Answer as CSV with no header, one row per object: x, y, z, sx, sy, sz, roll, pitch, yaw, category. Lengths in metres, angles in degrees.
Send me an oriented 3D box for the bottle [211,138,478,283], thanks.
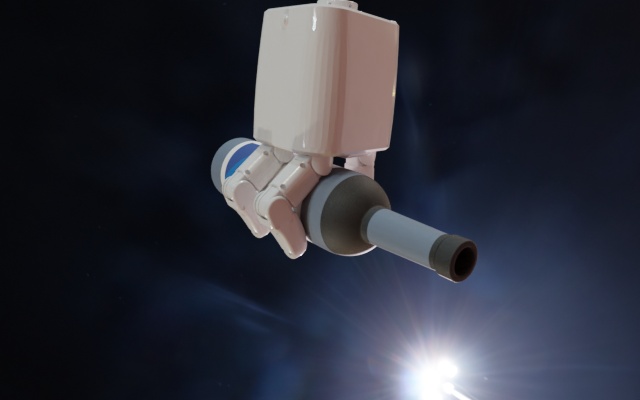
0.000,0.001,0.402,0.069,0.069,0.295,0,14,-38,bottle
